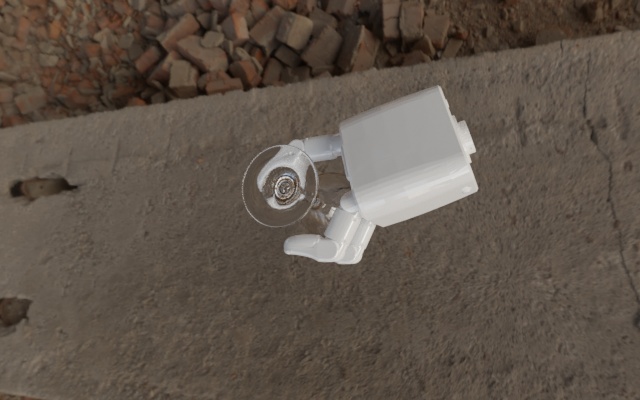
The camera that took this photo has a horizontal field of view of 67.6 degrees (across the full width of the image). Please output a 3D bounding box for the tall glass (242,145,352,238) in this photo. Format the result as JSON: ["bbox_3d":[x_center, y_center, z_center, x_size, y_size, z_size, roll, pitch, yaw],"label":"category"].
[{"bbox_3d":[0.000,0.002,0.509,0.079,0.079,0.201,0,-9,21],"label":"tall glass"}]
